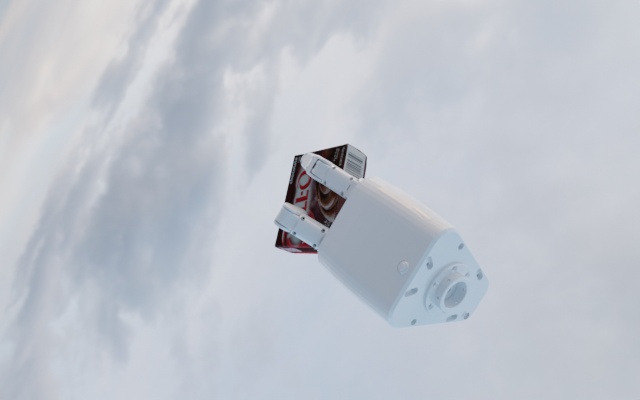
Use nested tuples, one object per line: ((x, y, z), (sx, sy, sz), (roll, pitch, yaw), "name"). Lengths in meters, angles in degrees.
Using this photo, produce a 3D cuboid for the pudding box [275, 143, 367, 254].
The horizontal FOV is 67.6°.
((0.000, 0.002, 0.517), (0.039, 0.113, 0.090), (26, -21, -38), "pudding box")
